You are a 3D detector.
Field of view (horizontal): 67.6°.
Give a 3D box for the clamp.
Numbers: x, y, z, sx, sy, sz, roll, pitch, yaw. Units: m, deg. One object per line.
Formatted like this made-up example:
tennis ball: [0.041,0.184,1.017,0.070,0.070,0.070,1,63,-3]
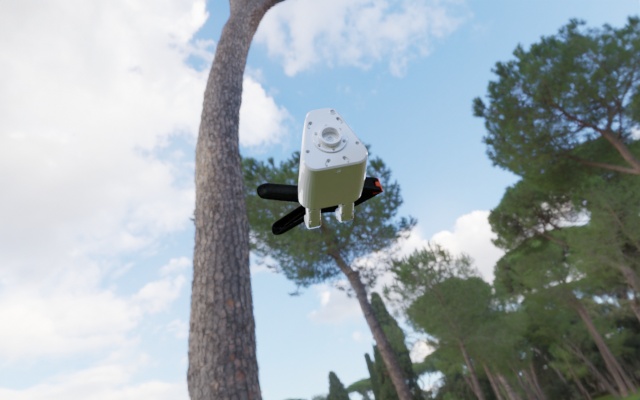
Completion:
clamp: [0.000,0.002,0.815,0.210,0.036,0.165,-11,-26,-9]
